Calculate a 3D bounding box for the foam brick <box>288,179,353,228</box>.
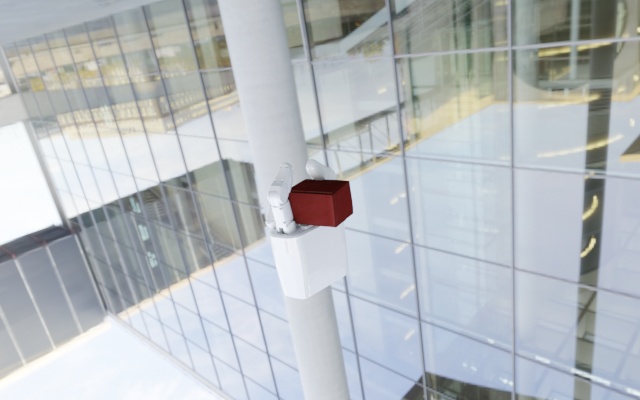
[{"bbox_3d":[0.000,0.002,0.676,0.078,0.051,0.053,4,23,33],"label":"foam brick"}]
